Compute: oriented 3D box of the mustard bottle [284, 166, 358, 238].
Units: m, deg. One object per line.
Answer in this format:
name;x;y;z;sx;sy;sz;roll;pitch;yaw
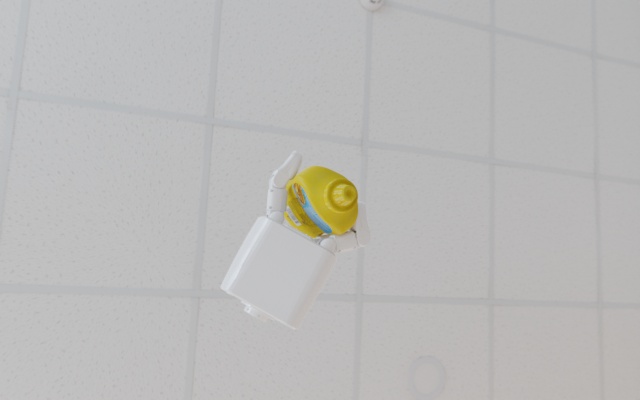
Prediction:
mustard bottle;0.000;0.002;0.630;0.058;0.096;0.191;-36;6;-19
